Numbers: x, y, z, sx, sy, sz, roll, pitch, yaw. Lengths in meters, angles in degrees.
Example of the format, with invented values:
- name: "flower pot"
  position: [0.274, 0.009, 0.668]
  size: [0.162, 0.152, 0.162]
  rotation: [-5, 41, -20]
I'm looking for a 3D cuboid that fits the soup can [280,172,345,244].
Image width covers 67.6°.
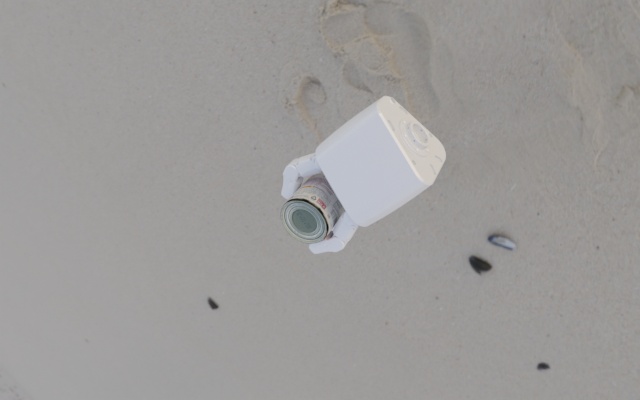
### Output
- name: "soup can"
  position: [0.000, 0.002, 0.629]
  size: [0.068, 0.068, 0.102]
  rotation: [0, 31, 29]
